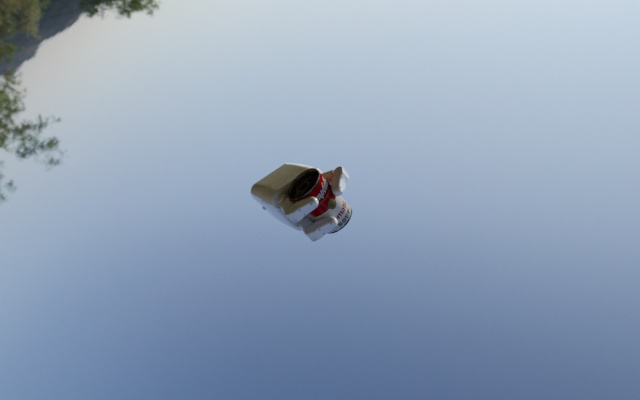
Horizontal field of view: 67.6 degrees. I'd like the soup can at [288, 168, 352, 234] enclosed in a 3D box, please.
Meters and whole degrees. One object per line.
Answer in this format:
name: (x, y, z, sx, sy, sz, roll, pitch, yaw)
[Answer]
soup can: (0.001, 0.003, 0.832, 0.068, 0.068, 0.102, 0, -38, 49)
